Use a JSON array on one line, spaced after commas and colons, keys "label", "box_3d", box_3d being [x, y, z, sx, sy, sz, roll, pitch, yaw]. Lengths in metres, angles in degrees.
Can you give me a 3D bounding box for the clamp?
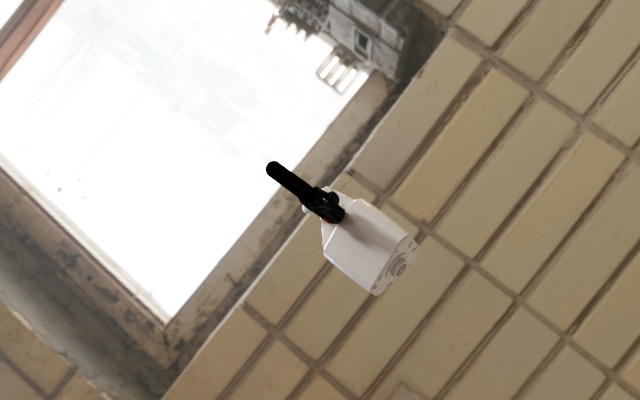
[{"label": "clamp", "box_3d": [0.000, 0.003, 0.704, 0.120, 0.039, 0.171, 34, -2, 33]}]
